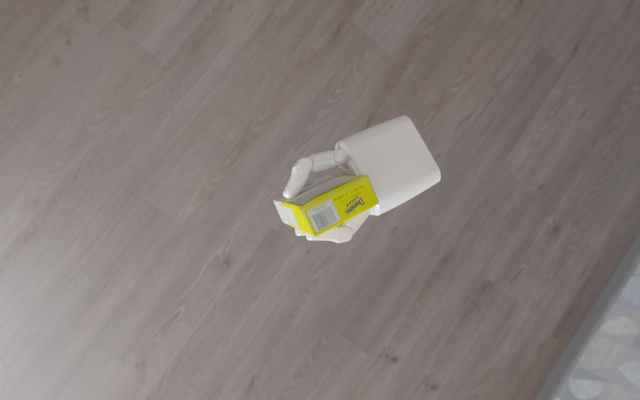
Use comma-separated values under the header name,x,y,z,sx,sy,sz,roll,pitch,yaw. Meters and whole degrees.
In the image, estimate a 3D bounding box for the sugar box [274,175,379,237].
name,x,y,z,sx,sy,sz,roll,pitch,yaw
sugar box,0.000,0.003,0.642,0.093,0.048,0.176,-26,7,-12
